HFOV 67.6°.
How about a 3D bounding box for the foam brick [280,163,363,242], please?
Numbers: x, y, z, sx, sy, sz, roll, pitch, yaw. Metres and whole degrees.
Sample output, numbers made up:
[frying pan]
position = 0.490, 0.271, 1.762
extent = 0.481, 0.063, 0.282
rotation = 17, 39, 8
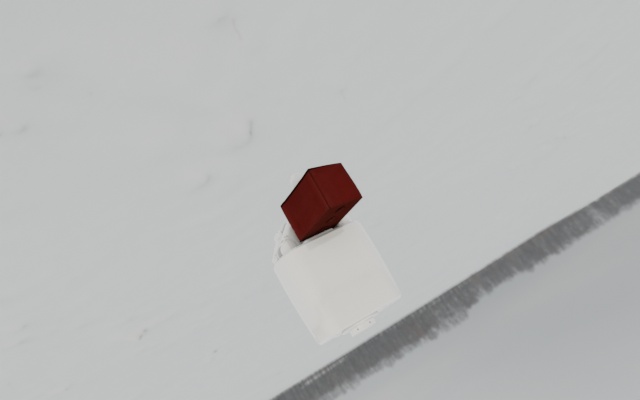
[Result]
[foam brick]
position = 0.000, 0.002, 0.548
extent = 0.053, 0.051, 0.078
rotation = -16, -23, -39
